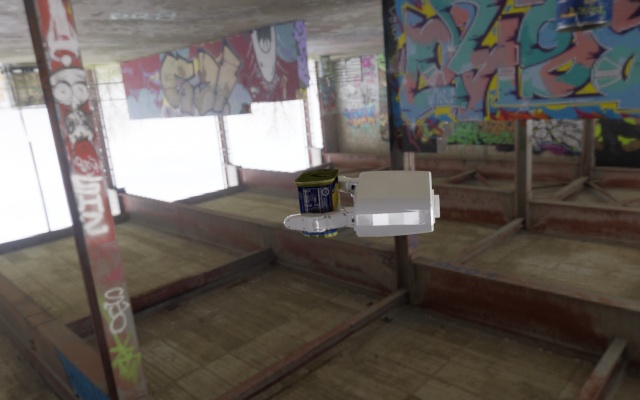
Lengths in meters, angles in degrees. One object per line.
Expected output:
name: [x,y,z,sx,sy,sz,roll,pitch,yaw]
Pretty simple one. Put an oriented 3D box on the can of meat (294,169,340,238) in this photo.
can of meat: [0.000,0.003,0.715,0.057,0.084,0.102,-4,13,10]
